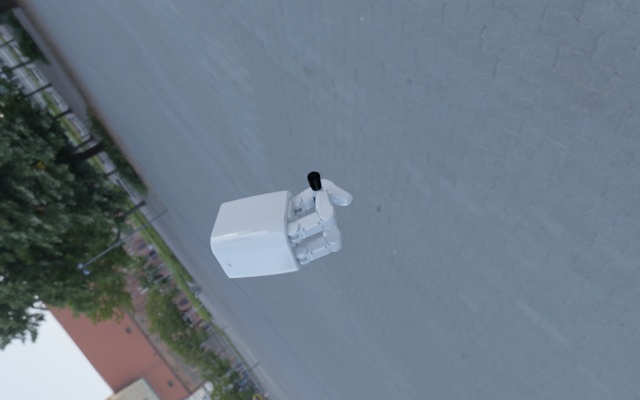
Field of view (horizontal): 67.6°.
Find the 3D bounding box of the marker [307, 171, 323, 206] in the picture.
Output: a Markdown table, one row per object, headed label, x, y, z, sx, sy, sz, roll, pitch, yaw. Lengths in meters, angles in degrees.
| label | x | y | z | sx | sy | sz | roll | pitch | yaw |
| --- | --- | --- | --- | --- | --- | --- | --- | --- | --- |
| marker | 0.000 | 0.002 | 0.702 | 0.020 | 0.020 | 0.121 | 0 | -41 | 14 |
